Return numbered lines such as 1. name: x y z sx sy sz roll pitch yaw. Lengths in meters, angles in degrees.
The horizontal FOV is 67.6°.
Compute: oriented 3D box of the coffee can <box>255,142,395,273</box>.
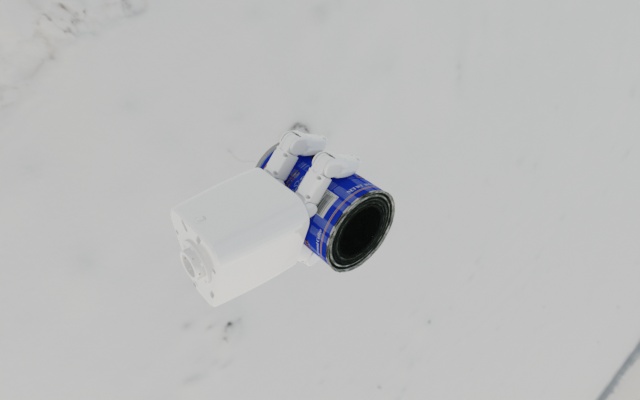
1. coffee can: 0.000 0.002 0.554 0.103 0.103 0.140 0 28 -48
